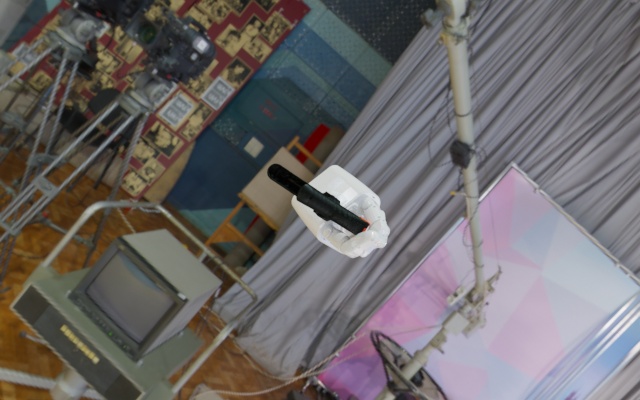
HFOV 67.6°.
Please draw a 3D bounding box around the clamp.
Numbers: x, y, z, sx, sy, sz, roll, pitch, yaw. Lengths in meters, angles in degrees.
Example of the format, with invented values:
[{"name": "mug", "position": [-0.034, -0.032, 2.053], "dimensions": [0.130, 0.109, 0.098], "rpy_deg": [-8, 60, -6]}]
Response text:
[{"name": "clamp", "position": [0.001, 0.002, 0.682], "dimensions": [0.171, 0.039, 0.120], "rpy_deg": [35, 6, -42]}]
